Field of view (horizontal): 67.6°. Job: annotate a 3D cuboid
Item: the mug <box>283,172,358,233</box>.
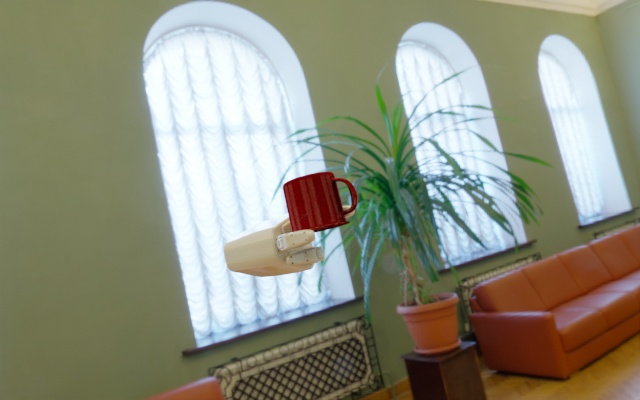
[{"bbox_3d":[0.001,0.002,0.712,0.117,0.081,0.093,-17,-7,29],"label":"mug"}]
